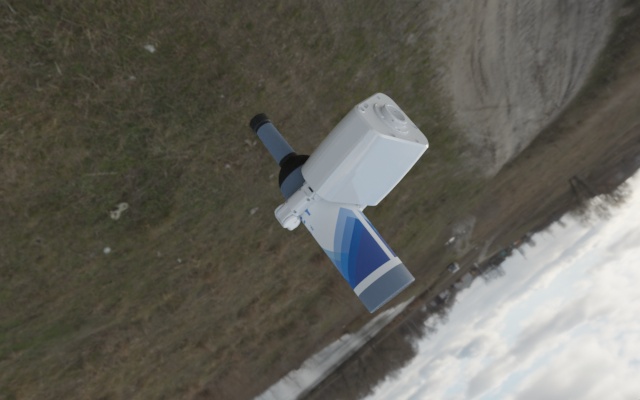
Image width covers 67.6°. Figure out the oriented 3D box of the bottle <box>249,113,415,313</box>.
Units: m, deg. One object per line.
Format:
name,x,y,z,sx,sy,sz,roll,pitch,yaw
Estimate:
bottle,0.000,0.002,0.608,0.069,0.295,0.069,-34,-17,-12
